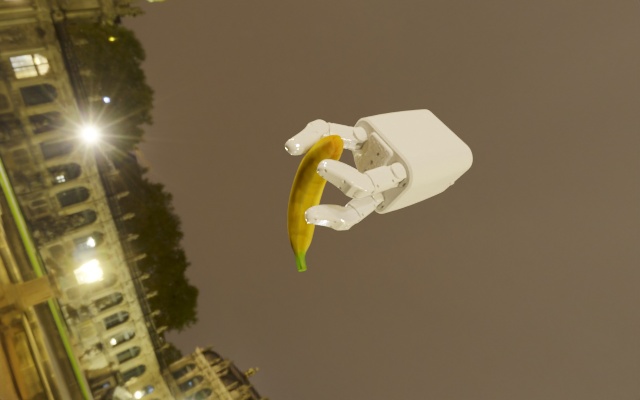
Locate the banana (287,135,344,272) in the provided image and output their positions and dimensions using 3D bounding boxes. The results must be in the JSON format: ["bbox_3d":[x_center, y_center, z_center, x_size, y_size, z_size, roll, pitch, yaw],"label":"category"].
[{"bbox_3d":[-0.010,-0.007,0.581,0.037,0.198,0.069,-10,42,-29],"label":"banana"}]
